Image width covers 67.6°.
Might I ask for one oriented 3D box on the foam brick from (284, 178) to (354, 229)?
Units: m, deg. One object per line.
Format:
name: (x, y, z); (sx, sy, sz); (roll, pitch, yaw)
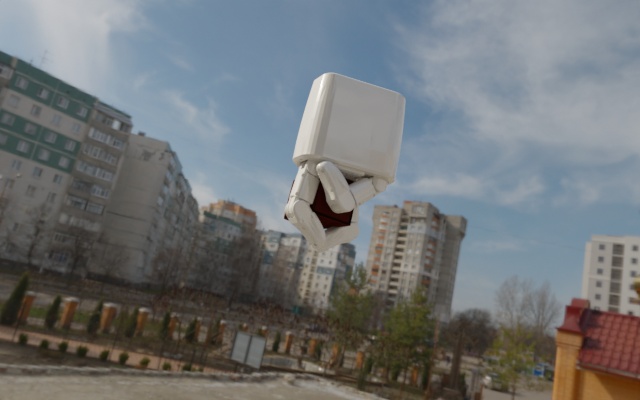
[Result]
foam brick: (0.000, 0.002, 0.570); (0.053, 0.051, 0.078); (19, -15, -27)
